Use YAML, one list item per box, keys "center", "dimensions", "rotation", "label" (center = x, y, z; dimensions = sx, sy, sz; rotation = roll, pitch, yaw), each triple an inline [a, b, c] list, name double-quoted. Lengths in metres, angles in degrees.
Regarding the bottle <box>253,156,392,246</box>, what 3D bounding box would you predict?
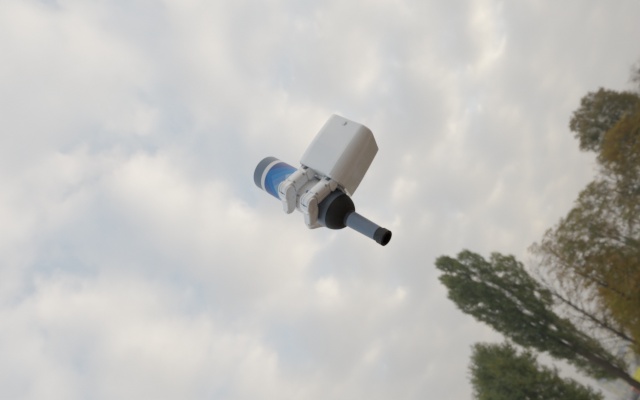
- center: [0.000, 0.003, 0.829]
  dimensions: [0.295, 0.069, 0.069]
  rotation: [29, 18, 37]
  label: "bottle"
